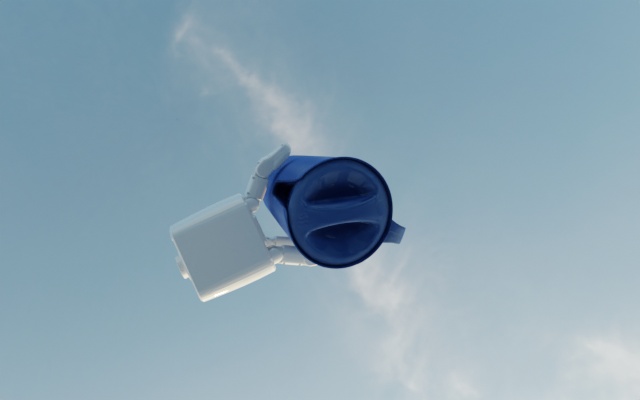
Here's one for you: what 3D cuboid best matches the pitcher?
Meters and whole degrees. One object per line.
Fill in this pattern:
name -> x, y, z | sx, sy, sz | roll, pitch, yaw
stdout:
pitcher -> 0.000, 0.002, 0.666 | 0.145, 0.149, 0.243 | -27, 16, -11
